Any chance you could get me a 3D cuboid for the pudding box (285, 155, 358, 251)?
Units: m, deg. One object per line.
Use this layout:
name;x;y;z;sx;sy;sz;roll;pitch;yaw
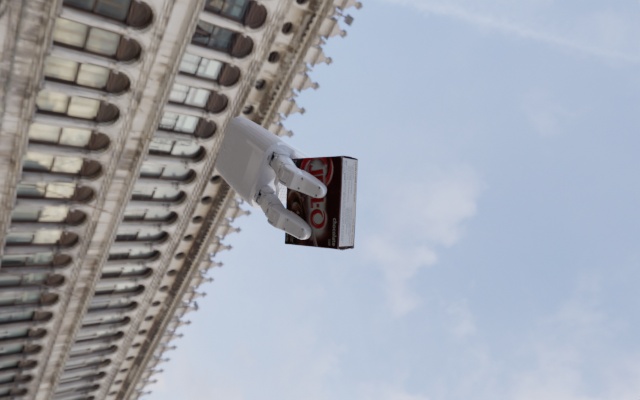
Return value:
pudding box;0.000;0.002;0.594;0.090;0.113;0.039;1;0;43
